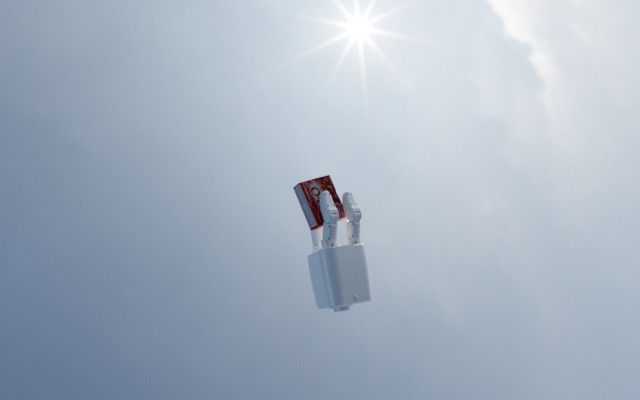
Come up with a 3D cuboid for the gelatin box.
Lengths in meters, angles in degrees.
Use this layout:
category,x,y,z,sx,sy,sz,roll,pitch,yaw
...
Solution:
category,x,y,z,sx,sy,sz,roll,pitch,yaw
gelatin box,0.000,0.003,0.884,0.073,0.089,0.030,-17,-10,-37
